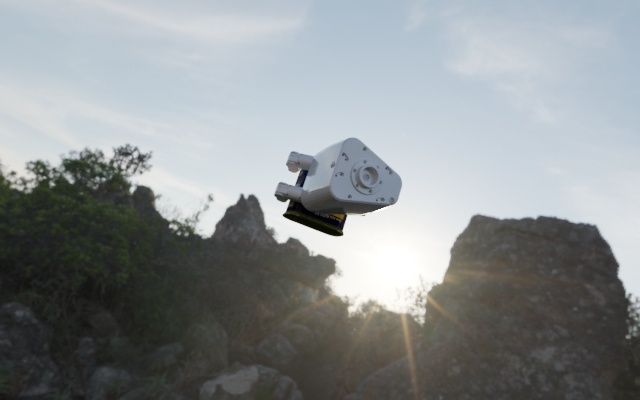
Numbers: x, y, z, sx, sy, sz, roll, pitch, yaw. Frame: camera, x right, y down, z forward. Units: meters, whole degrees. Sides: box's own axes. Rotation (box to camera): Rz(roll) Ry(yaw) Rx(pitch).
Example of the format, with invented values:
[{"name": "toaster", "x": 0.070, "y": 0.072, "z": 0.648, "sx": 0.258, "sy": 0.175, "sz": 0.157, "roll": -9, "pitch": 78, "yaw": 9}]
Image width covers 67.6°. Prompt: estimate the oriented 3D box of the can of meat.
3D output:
[{"name": "can of meat", "x": 0.000, "y": 0.002, "z": 0.779, "sx": 0.102, "sy": 0.084, "sz": 0.057, "roll": 22, "pitch": -14, "yaw": -14}]
